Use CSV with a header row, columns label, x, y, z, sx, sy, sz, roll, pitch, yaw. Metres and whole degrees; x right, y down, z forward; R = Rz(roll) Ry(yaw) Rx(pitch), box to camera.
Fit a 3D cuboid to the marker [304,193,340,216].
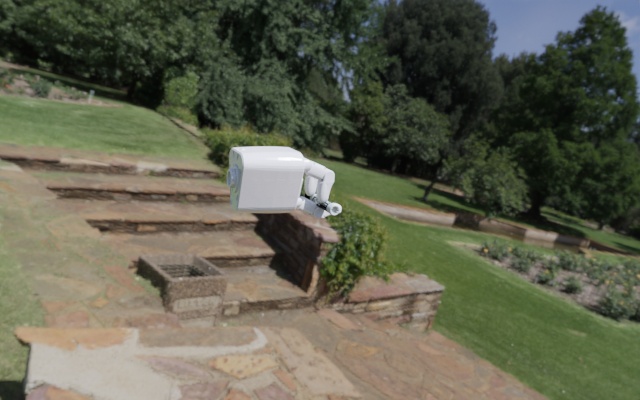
label,x,y,z,sx,sy,sz,roll,pitch,yaw
marker,0.000,0.003,0.872,0.020,0.020,0.121,0,14,-25
